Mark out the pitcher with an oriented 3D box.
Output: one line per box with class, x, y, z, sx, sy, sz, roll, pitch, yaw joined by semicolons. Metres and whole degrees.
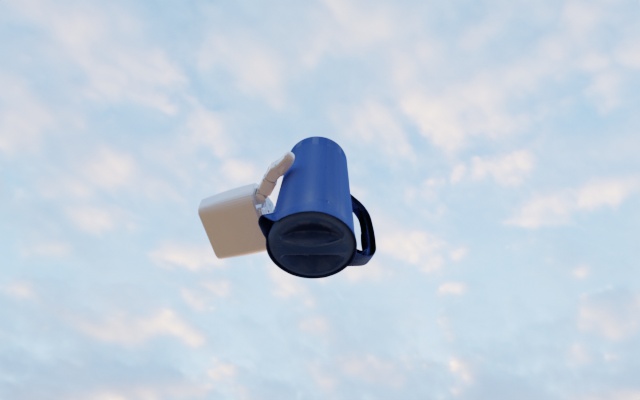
pitcher;0.000;0.003;0.782;0.145;0.149;0.242;-16;35;14
